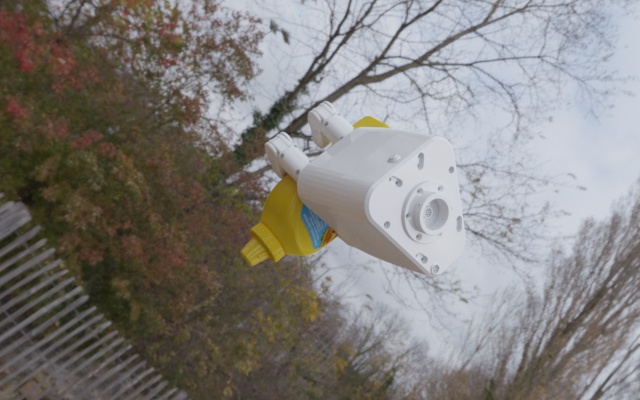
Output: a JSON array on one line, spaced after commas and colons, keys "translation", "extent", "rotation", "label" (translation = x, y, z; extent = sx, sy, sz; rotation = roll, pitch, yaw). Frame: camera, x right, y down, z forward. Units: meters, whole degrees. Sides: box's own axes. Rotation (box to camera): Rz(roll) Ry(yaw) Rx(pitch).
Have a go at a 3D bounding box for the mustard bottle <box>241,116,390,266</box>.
[{"translation": [0.000, 0.001, 0.491], "extent": [0.191, 0.096, 0.058], "rotation": [-38, 50, -18], "label": "mustard bottle"}]
